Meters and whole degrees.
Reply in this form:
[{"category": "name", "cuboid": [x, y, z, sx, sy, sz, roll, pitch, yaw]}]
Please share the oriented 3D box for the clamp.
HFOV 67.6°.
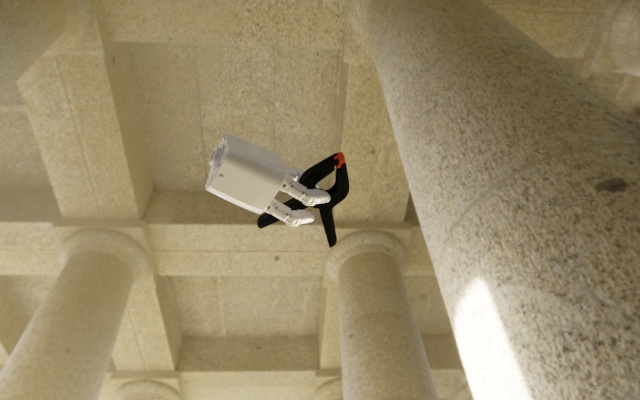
[{"category": "clamp", "cuboid": [0.000, 0.002, 0.883, 0.164, 0.210, 0.036, 23, 33, -24]}]
